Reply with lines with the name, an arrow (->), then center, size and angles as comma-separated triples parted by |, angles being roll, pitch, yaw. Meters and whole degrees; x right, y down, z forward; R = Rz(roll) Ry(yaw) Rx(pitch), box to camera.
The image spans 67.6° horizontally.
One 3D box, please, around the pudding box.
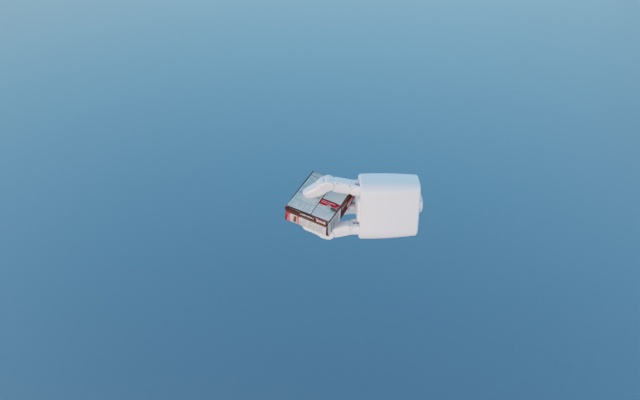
pudding box -> 0.000, 0.003, 0.866 | 0.090, 0.039, 0.113 | 20, 45, 18
